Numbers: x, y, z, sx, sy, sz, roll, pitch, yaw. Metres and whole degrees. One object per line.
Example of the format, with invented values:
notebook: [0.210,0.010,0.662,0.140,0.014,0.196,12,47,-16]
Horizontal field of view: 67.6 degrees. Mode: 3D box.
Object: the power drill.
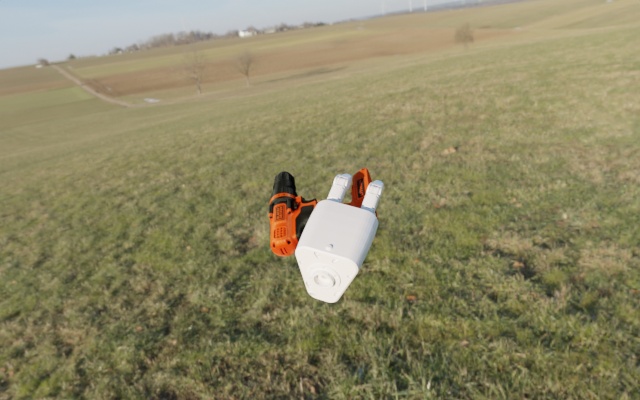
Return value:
power drill: [0.001,0.003,0.836,0.187,0.184,0.057,-15,-42,12]
